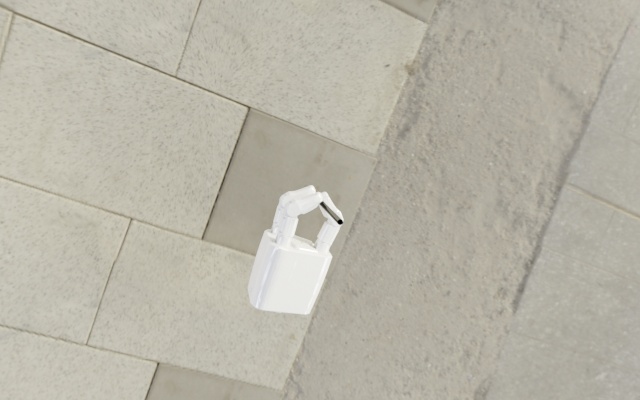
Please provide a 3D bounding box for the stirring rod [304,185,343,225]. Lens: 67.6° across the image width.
[{"bbox_3d":[0.000,0.002,0.731,0.011,0.011,0.239,0,12,-13],"label":"stirring rod"}]
